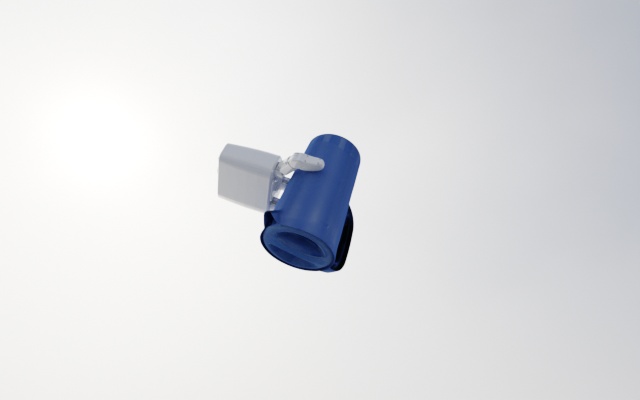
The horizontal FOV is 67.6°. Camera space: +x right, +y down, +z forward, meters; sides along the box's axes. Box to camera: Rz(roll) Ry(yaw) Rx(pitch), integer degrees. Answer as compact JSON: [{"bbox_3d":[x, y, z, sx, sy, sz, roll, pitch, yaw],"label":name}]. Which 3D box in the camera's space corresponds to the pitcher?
[{"bbox_3d":[0.000,0.003,0.869,0.145,0.242,0.149,15,-36,9],"label":"pitcher"}]
